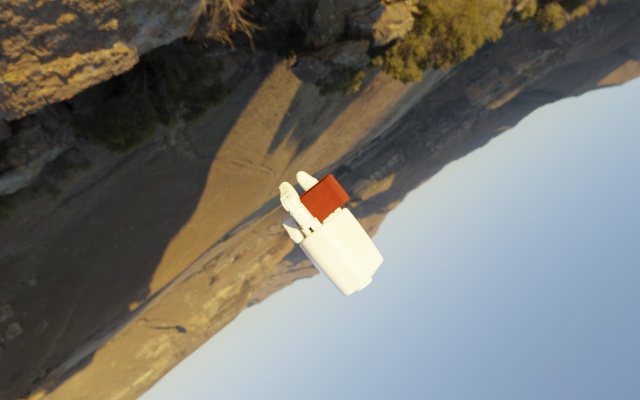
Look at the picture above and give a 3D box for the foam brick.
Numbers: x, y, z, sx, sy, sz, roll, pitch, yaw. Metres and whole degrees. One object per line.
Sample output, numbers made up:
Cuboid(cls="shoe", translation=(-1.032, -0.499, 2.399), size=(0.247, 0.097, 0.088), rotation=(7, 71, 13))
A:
Cuboid(cls="foam brick", translation=(0.000, 0.002, 0.742), size=(0.078, 0.051, 0.053), rotation=(-39, -3, 10))
